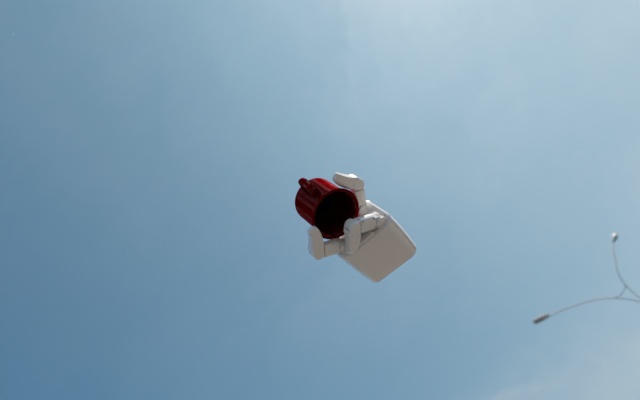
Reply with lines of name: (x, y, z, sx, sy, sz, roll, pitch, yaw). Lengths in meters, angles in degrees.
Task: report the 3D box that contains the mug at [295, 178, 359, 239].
mug: (-0.001, 0.002, 0.827, 0.117, 0.093, 0.081, 46, -6, -36)
